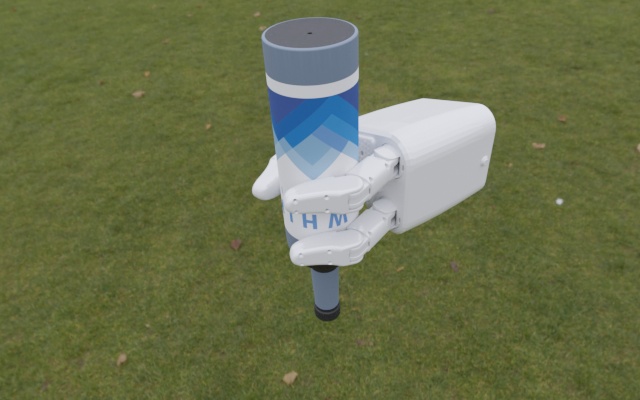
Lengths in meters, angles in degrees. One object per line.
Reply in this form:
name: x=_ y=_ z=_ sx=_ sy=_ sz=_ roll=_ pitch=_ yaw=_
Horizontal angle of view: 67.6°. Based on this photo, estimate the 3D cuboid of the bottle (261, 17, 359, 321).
bottle: x=0.000 y=0.001 z=0.416 sx=0.069 sy=0.296 sz=0.069 roll=-2 pitch=38 yaw=2
